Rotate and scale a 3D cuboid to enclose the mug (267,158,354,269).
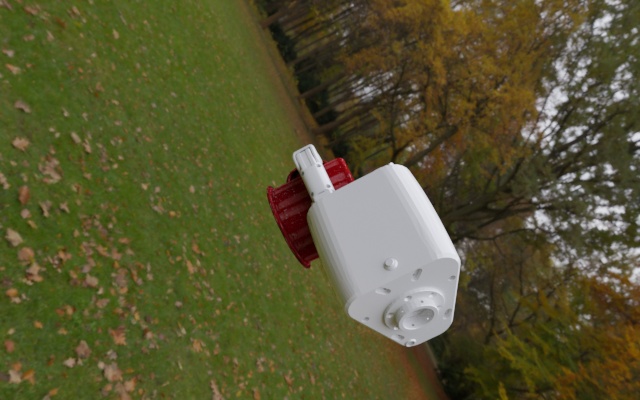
[{"bbox_3d":[0.000,0.001,0.491,0.081,0.117,0.093,-26,-46,5],"label":"mug"}]
